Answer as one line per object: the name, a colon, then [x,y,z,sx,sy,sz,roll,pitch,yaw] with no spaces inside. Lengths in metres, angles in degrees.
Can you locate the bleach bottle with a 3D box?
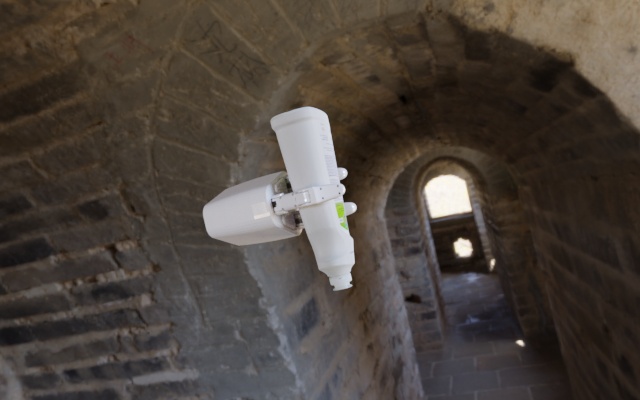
bleach bottle: [0.000,0.002,0.671,0.068,0.251,0.102,-14,-2,18]
